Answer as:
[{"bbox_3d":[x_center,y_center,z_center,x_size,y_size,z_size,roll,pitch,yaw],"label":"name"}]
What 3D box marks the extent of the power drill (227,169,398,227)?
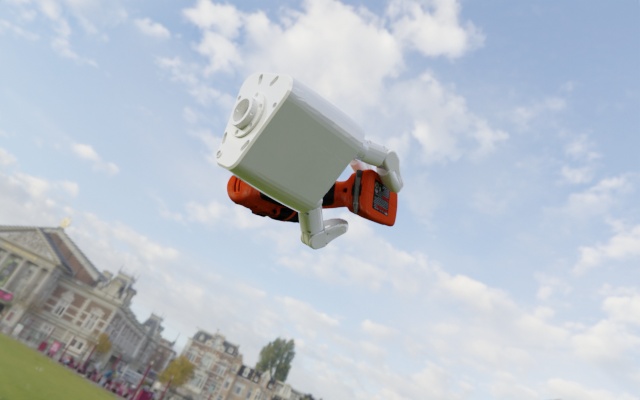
[{"bbox_3d":[0.000,0.002,0.620,0.187,0.057,0.184,-1,-11,27],"label":"power drill"}]
